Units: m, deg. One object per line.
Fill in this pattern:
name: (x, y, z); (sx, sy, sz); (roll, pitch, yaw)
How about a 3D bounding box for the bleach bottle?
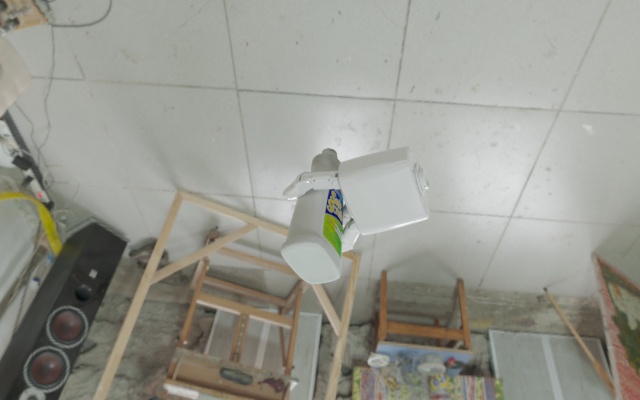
bleach bottle: (0.000, 0.003, 0.763); (0.068, 0.250, 0.103); (-14, -47, 22)
